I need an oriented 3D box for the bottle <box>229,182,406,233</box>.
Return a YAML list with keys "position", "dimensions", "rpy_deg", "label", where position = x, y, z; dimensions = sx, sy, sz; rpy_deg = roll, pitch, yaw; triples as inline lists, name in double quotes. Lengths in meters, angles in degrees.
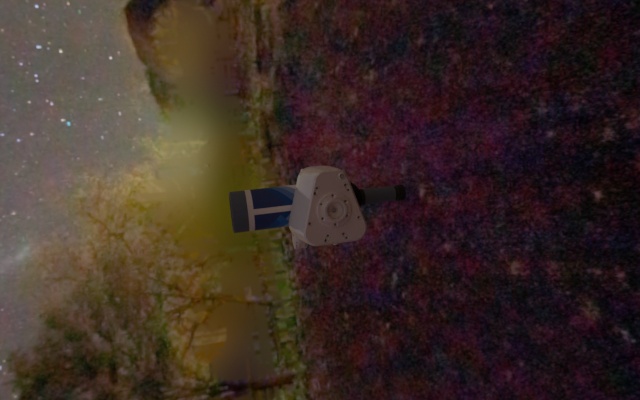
- position: [0.000, 0.003, 0.795]
  dimensions: [0.296, 0.069, 0.069]
  rpy_deg: [-7, 1, -12]
  label: "bottle"
